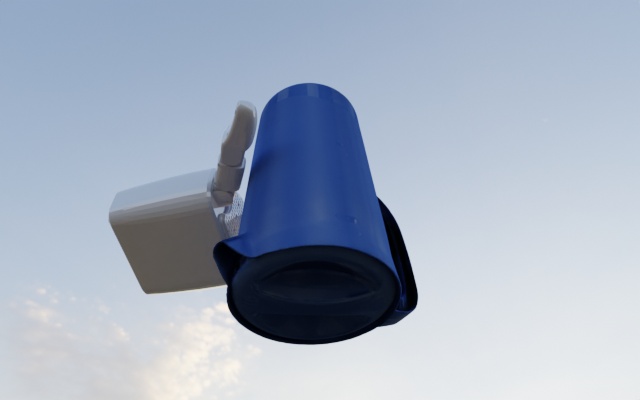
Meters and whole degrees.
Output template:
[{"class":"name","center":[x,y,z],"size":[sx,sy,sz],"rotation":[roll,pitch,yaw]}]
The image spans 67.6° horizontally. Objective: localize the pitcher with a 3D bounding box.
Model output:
[{"class":"pitcher","center":[0.000,0.001,0.448],"size":[0.145,0.242,0.149],"rotation":[-11,-46,8]}]
